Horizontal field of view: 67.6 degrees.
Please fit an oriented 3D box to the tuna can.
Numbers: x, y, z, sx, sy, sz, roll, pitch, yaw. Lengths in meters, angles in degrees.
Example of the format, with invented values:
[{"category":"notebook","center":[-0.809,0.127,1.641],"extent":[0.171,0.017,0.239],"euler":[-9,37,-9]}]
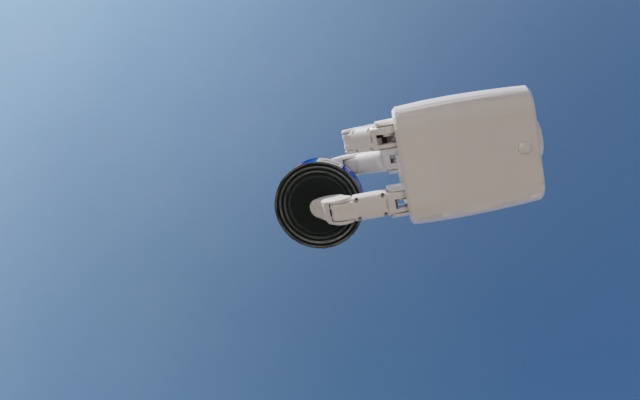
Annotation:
[{"category":"tuna can","center":[0.000,0.001,0.470],"extent":[0.086,0.086,0.033],"euler":[0,14,7]}]
